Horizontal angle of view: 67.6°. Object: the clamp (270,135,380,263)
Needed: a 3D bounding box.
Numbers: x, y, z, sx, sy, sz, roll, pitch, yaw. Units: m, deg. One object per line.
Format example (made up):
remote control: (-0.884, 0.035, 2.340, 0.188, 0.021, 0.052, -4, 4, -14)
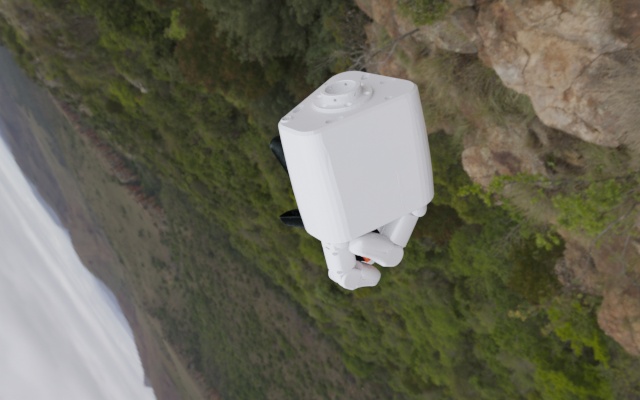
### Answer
clamp: (0.000, 0.002, 0.500, 0.039, 0.120, 0.171, -35, 39, -26)
